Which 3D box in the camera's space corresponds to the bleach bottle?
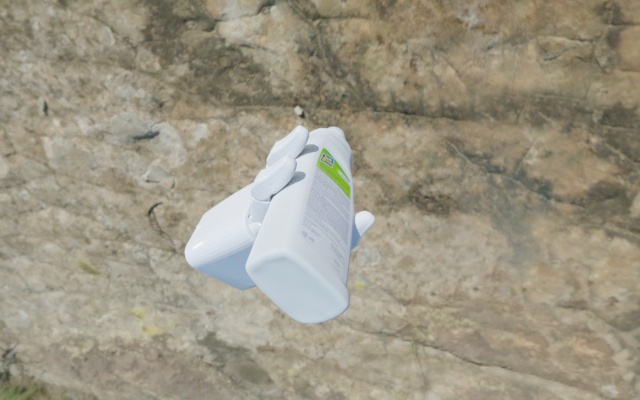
[{"bbox_3d":[0.000,0.002,0.520,0.068,0.103,0.250,-27,28,30],"label":"bleach bottle"}]
